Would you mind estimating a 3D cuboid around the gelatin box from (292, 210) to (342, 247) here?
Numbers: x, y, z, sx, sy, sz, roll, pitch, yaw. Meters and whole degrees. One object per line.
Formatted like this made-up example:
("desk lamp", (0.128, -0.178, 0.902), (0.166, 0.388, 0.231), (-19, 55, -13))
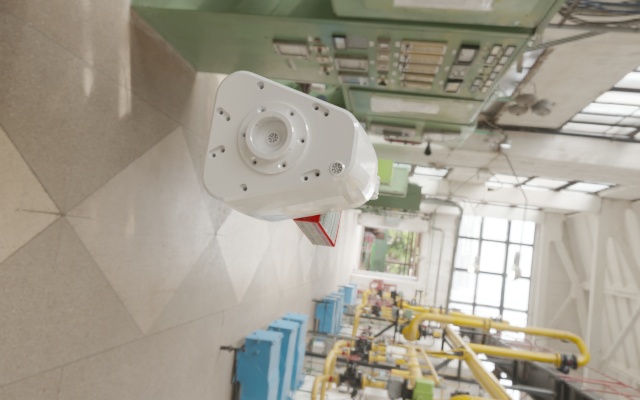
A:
("gelatin box", (0.001, 0.002, 0.504), (0.030, 0.073, 0.089), (5, -20, 17))
